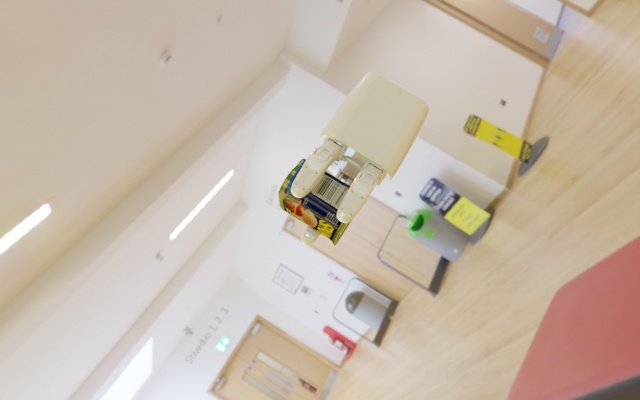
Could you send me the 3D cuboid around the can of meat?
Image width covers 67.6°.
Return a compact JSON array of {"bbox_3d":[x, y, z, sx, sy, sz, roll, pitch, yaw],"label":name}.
[{"bbox_3d":[0.000,0.002,0.559,0.084,0.057,0.102,32,-14,5],"label":"can of meat"}]
